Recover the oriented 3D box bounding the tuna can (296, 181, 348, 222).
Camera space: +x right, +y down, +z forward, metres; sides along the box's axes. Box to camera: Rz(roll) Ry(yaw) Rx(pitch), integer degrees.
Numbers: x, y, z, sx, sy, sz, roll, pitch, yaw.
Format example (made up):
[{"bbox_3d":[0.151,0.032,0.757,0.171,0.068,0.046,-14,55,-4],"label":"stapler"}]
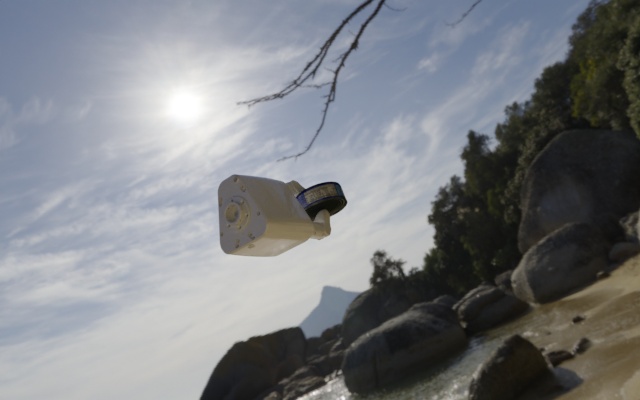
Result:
[{"bbox_3d":[0.000,0.002,0.806,0.086,0.033,0.086,-18,-21,-7],"label":"tuna can"}]
